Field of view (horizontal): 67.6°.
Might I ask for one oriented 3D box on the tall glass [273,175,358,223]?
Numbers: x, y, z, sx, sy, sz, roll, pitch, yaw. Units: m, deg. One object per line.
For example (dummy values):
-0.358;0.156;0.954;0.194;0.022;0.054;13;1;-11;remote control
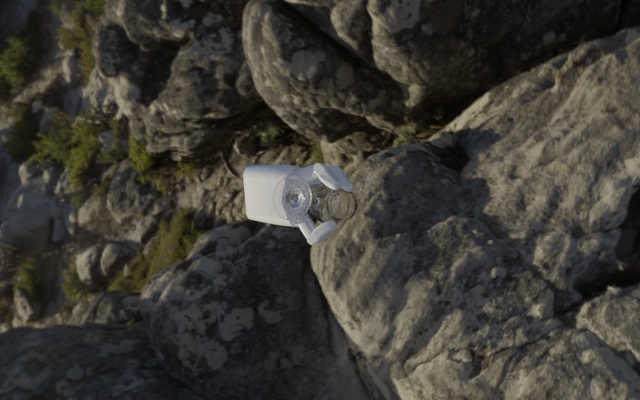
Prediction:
0.000;0.003;0.864;0.079;0.079;0.201;0;-4;29;tall glass
